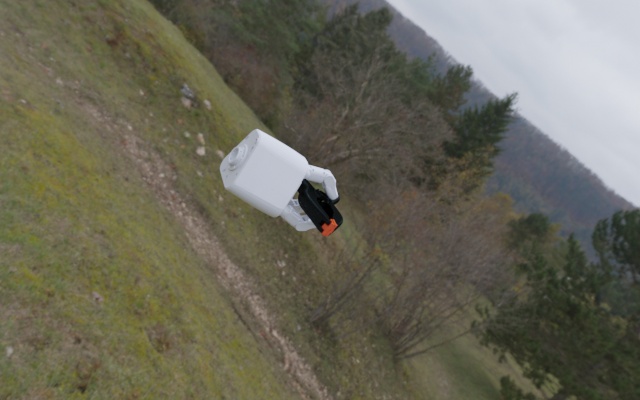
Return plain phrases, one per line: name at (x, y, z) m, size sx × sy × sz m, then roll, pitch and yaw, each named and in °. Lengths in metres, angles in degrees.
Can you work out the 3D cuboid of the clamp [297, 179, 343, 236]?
clamp at (0.001, 0.002, 0.879) m, size 0.165 × 0.036 × 0.209 m, roll 31°, pitch 18°, yaw -34°
